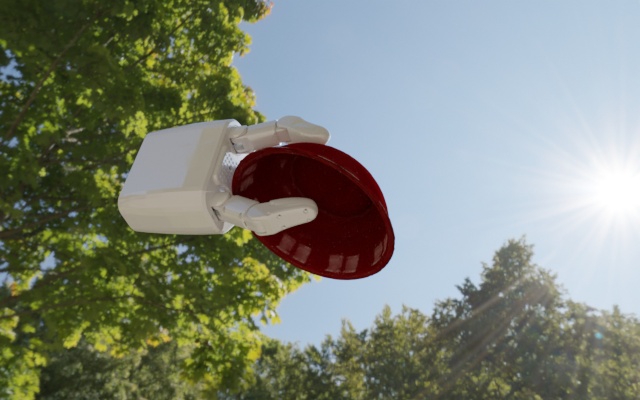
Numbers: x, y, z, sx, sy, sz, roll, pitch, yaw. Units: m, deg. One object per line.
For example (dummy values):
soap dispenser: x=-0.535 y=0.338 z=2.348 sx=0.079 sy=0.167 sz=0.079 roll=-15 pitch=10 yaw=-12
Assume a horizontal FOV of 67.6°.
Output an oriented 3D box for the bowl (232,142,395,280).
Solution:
bowl: x=0.001 y=0.002 z=0.448 sx=0.162 sy=0.162 sz=0.055 roll=0 pitch=41 yaw=33
